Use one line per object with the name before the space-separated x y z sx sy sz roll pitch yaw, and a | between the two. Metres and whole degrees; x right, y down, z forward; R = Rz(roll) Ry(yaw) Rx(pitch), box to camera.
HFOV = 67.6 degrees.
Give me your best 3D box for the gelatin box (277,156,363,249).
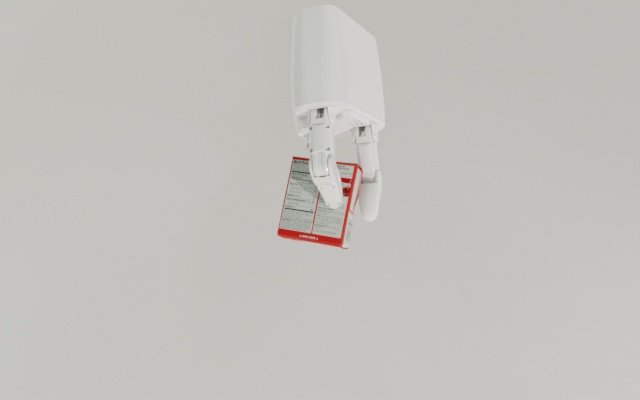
gelatin box | 0.000 0.002 0.504 0.073 0.089 0.030 8 -9 19
